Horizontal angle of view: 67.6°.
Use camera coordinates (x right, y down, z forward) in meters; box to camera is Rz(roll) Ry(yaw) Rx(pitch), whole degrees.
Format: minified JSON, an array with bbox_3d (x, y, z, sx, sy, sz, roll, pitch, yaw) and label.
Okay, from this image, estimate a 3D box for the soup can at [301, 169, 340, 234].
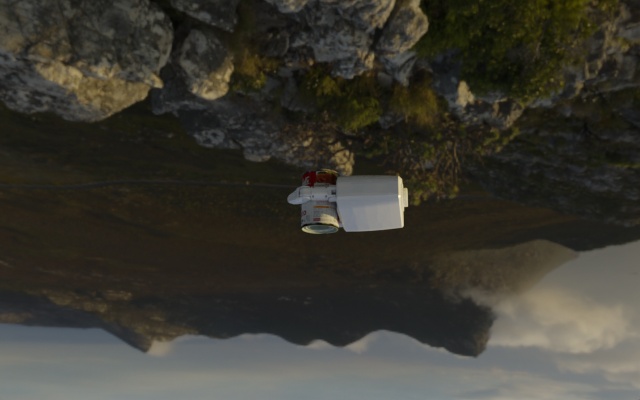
[{"bbox_3d":[0.000,0.003,0.853,0.068,0.102,0.068,1,-17,0],"label":"soup can"}]
